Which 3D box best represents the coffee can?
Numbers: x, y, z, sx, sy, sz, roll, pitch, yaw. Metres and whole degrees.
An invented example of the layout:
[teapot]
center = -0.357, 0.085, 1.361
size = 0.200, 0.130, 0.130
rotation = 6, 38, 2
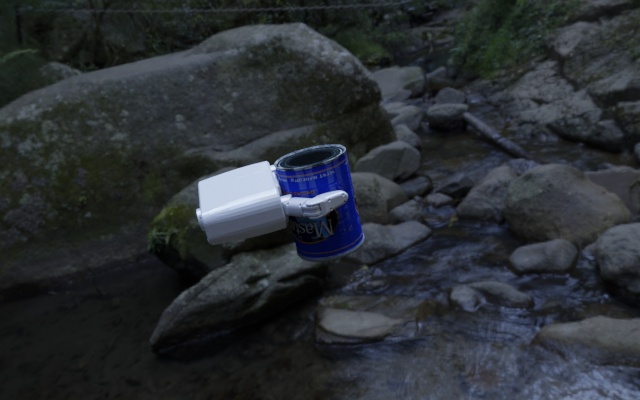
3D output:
[coffee can]
center = 0.000, 0.002, 0.684
size = 0.103, 0.140, 0.102
rotation = -12, 20, 4
